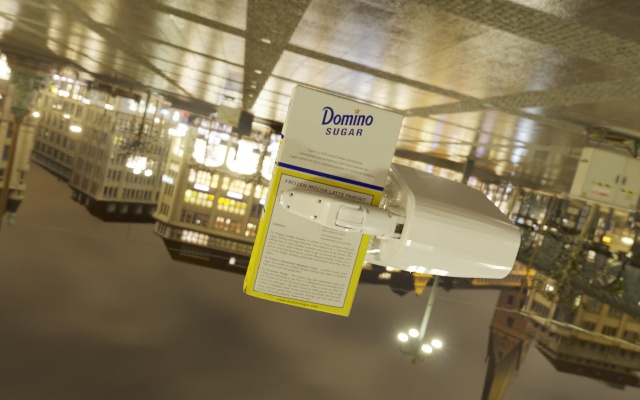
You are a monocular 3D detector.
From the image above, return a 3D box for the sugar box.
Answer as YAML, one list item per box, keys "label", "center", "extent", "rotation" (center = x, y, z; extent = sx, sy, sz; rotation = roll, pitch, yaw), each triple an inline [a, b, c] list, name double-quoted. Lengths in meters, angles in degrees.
- label: "sugar box"
  center: [0.000, 0.001, 0.405]
  extent: [0.093, 0.176, 0.048]
  rotation: [14, 6, -11]
